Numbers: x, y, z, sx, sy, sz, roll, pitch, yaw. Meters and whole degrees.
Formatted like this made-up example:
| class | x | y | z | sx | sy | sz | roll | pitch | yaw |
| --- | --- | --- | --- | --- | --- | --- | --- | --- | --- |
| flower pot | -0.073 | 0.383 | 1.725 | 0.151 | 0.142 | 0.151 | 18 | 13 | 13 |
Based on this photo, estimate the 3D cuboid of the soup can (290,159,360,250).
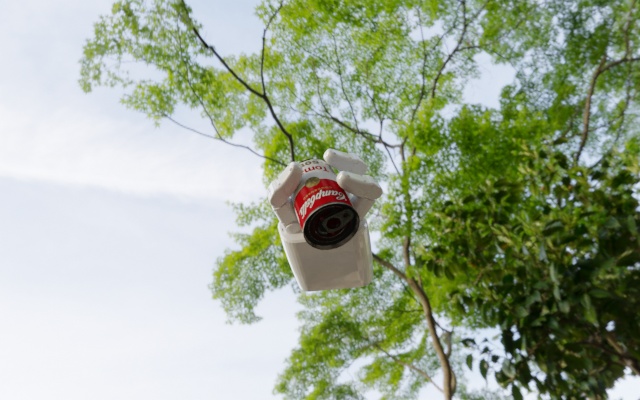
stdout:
| class | x | y | z | sx | sy | sz | roll | pitch | yaw |
| --- | --- | --- | --- | --- | --- | --- | --- | --- | --- |
| soup can | 0.000 | 0.001 | 0.583 | 0.068 | 0.068 | 0.102 | 0 | 35 | -18 |
